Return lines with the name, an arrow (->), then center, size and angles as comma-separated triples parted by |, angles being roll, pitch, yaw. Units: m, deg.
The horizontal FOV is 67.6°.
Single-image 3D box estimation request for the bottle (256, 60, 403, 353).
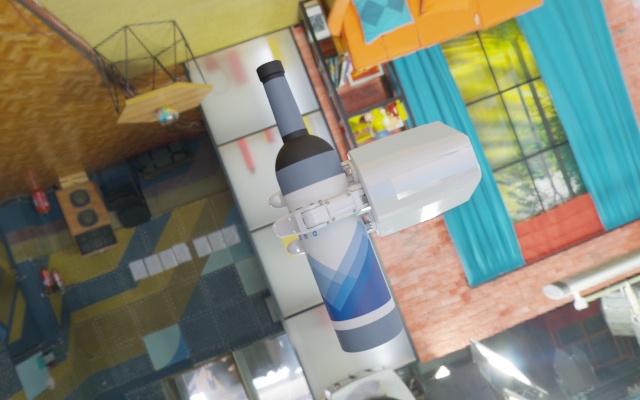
bottle -> 0.000, 0.002, 0.482 | 0.069, 0.295, 0.069 | -21, 1, 0
